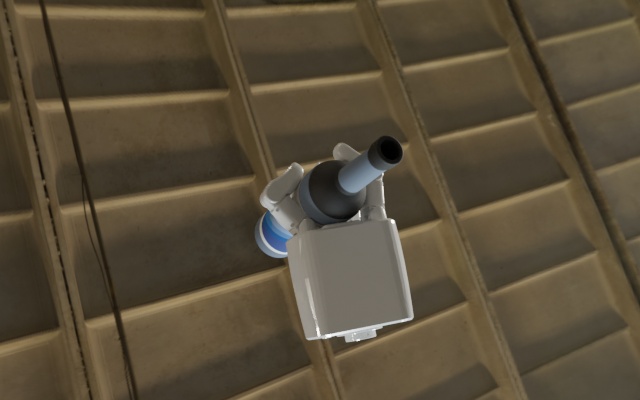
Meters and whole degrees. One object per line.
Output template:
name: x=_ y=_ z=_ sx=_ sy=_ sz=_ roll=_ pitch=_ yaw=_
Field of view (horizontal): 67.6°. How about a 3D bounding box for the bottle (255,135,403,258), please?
bottle: x=0.000 y=0.002 z=0.531 sx=0.069 sy=0.069 sz=0.296 roll=0 pitch=-18 yaw=-25
